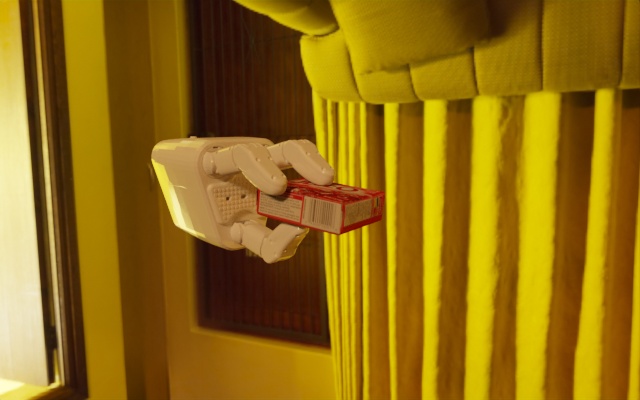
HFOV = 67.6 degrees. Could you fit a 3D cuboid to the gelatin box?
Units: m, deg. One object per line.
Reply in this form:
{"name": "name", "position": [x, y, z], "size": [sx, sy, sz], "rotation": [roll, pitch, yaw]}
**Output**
{"name": "gelatin box", "position": [0.000, 0.002, 0.417], "size": [0.089, 0.030, 0.073], "rotation": [13, 14, 32]}
